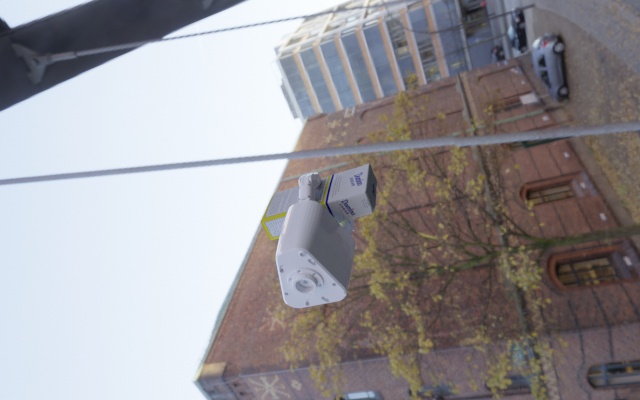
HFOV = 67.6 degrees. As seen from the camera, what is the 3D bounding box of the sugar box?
[{"bbox_3d":[0.000,0.003,0.758,0.176,0.048,0.093,-14,29,18],"label":"sugar box"}]
